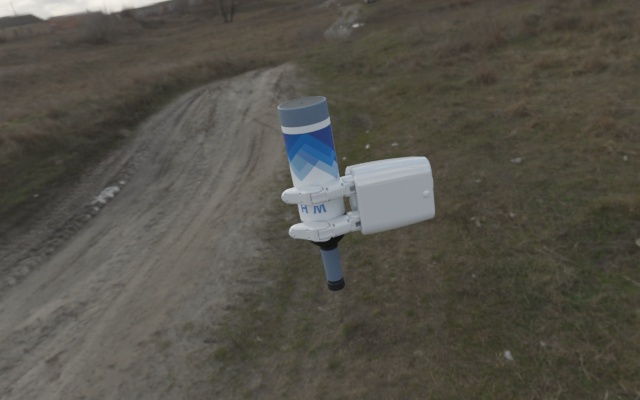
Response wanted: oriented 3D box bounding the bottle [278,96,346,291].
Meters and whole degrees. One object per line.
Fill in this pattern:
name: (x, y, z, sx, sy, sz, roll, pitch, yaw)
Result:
bottle: (0.000, 0.002, 0.695, 0.069, 0.296, 0.069, -9, 23, 4)
